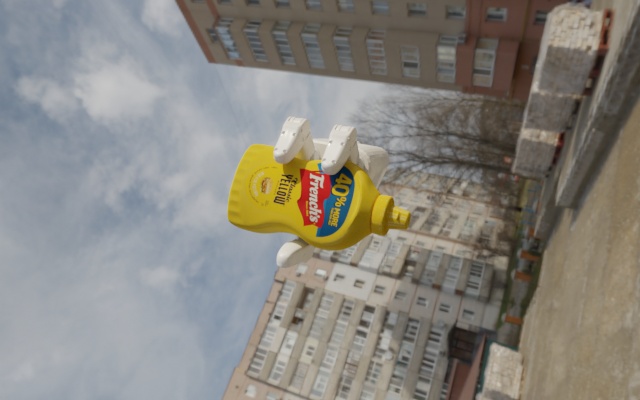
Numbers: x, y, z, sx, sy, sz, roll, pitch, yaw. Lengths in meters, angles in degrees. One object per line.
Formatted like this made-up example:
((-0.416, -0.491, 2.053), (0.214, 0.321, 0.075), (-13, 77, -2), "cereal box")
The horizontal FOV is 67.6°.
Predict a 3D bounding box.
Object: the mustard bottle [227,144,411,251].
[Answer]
((0.000, 0.002, 0.506), (0.191, 0.096, 0.058), (12, -12, 20), "mustard bottle")
